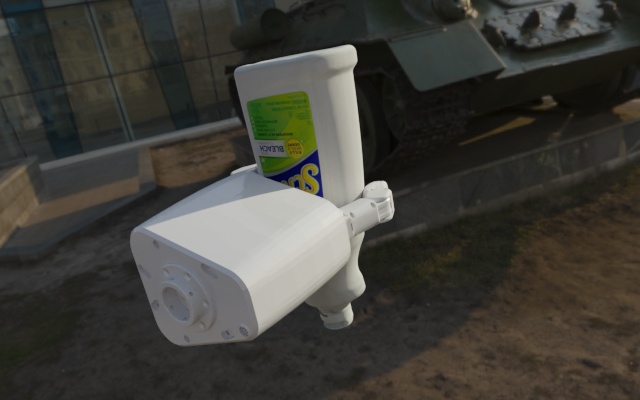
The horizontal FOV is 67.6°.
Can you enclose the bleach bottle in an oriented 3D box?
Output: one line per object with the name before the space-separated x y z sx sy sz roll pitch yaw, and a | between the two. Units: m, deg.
bleach bottle | 0.000 0.001 0.421 0.102 0.251 0.068 2 23 36
